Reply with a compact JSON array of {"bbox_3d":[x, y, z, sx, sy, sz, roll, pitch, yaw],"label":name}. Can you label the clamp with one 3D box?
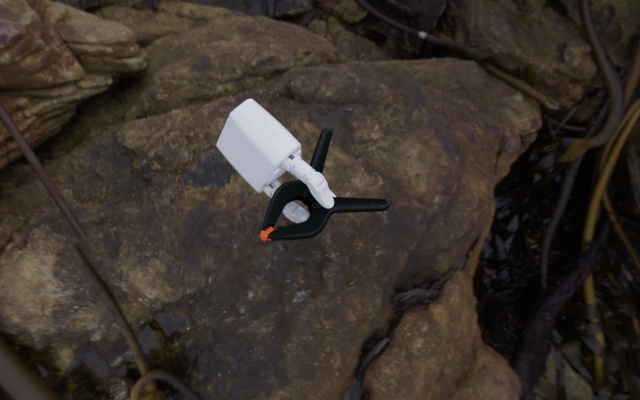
[{"bbox_3d":[0.000,0.002,0.741,0.210,0.164,0.036,-44,-4,-21],"label":"clamp"}]
